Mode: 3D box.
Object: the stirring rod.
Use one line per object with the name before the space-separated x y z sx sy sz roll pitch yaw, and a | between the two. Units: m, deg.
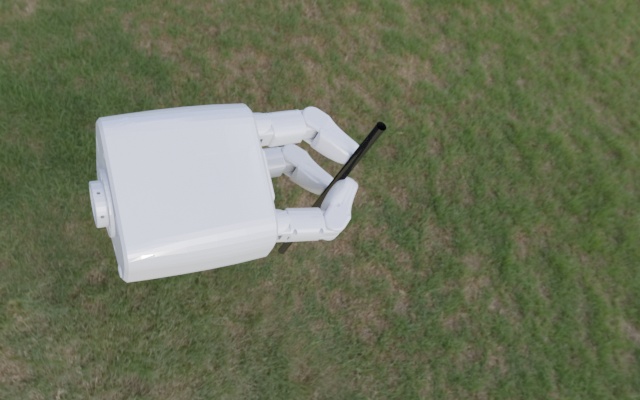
stirring rod | 0.000 0.002 0.444 0.011 0.011 0.240 0 -28 -24
